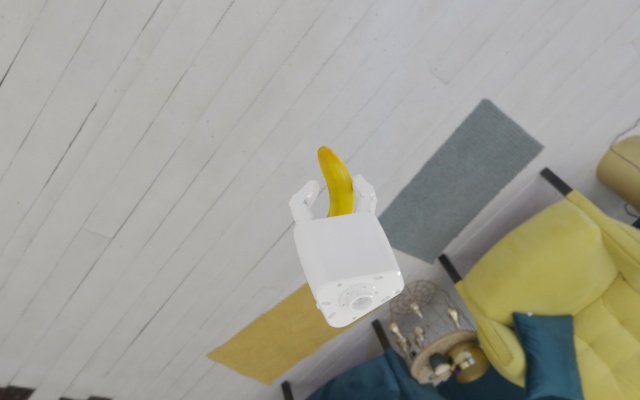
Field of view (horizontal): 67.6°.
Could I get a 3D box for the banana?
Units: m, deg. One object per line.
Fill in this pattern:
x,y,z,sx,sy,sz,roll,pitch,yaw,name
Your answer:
0.018,0.005,0.720,0.069,0.198,0.037,0,40,-13,banana
